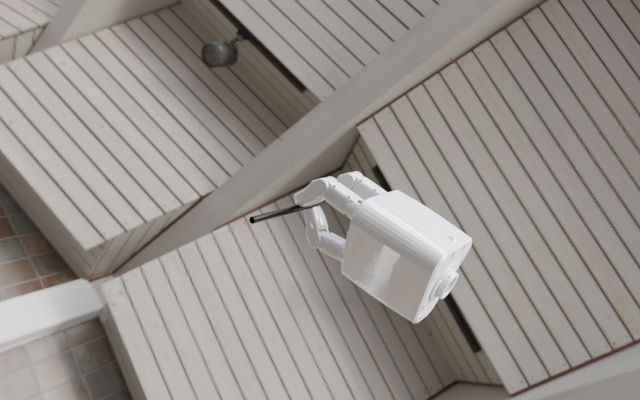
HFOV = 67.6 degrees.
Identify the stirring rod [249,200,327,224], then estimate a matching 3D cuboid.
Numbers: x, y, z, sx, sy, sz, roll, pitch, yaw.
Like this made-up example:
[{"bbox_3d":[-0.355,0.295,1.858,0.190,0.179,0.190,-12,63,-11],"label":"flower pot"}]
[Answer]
[{"bbox_3d":[0.000,0.002,0.604,0.011,0.011,0.239,0,9,38],"label":"stirring rod"}]
